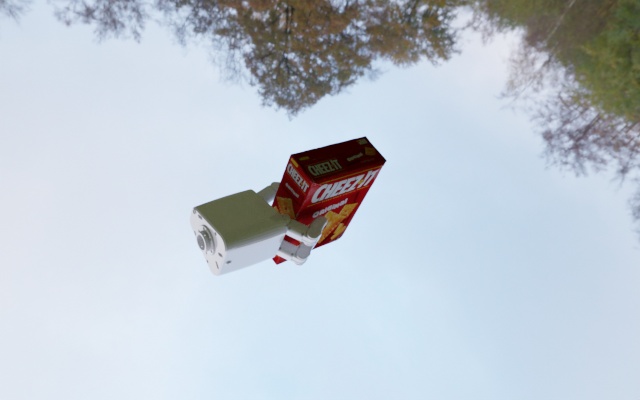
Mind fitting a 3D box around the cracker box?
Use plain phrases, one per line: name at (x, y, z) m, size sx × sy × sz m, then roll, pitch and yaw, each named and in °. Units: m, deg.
cracker box at (0.000, 0.003, 0.820) m, size 0.164 × 0.072 × 0.214 m, roll -19°, pitch -31°, yaw -37°
